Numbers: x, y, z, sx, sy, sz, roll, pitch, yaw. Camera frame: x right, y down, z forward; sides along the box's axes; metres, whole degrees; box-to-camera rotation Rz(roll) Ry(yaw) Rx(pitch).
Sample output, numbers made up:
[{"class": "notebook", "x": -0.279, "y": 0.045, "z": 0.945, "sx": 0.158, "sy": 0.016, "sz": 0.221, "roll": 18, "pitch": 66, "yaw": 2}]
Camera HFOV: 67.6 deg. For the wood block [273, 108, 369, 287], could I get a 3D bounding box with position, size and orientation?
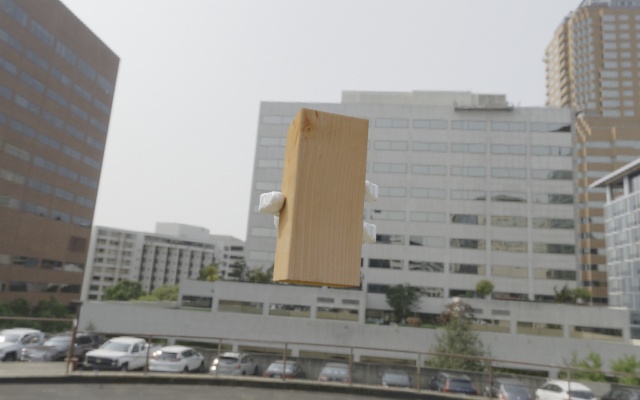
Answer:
[{"class": "wood block", "x": 0.000, "y": 0.002, "z": 0.604, "sx": 0.091, "sy": 0.206, "sz": 0.090, "roll": 7, "pitch": -12, "yaw": -15}]
